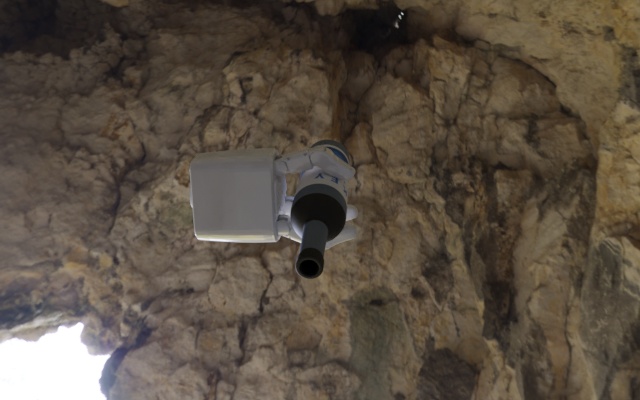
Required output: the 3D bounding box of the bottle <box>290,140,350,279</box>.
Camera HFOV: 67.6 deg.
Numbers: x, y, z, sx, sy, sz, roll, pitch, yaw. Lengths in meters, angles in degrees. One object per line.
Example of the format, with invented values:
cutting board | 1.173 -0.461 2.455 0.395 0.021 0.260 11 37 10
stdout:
bottle | 0.000 0.002 0.595 0.069 0.069 0.295 0 26 5
